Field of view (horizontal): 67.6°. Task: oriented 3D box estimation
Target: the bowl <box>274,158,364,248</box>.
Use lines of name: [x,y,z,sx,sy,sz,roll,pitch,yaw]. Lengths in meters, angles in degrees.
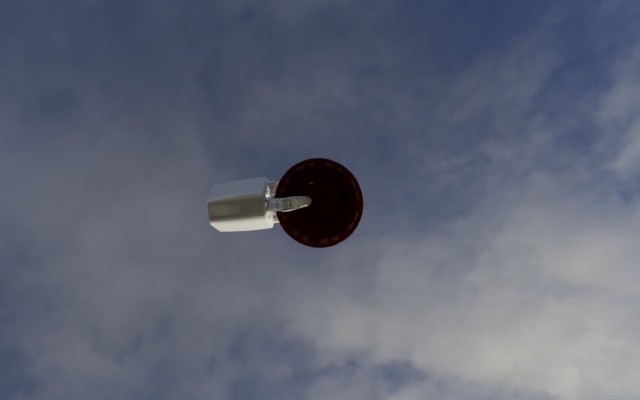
bowl: [0.002,0.003,0.875,0.162,0.162,0.055,0,5,10]
